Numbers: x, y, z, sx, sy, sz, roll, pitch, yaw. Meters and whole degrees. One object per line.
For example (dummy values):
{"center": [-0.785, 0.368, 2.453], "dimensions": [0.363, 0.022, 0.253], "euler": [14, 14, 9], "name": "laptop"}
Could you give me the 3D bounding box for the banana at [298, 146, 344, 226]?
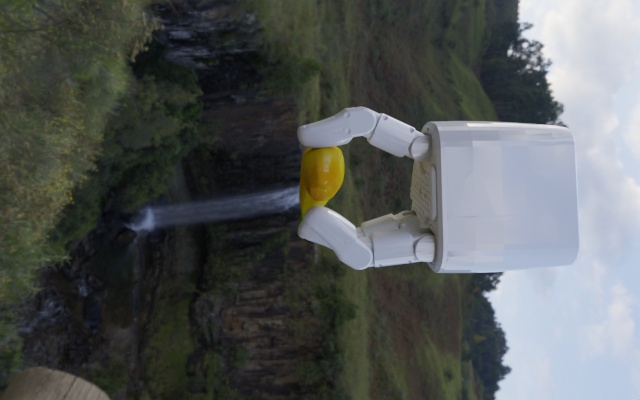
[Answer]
{"center": [0.000, -0.016, 0.423], "dimensions": [0.037, 0.069, 0.198], "euler": [2, -11, -3], "name": "banana"}
